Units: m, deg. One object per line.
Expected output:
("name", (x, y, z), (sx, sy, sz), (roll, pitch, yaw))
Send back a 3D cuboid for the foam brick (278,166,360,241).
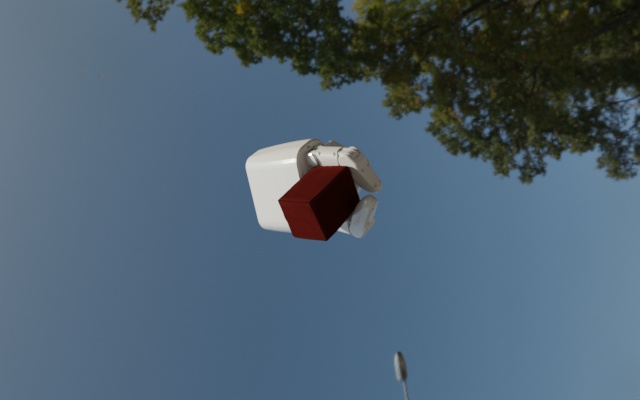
("foam brick", (0.000, 0.002, 0.541), (0.051, 0.053, 0.078), (3, 35, 39))
